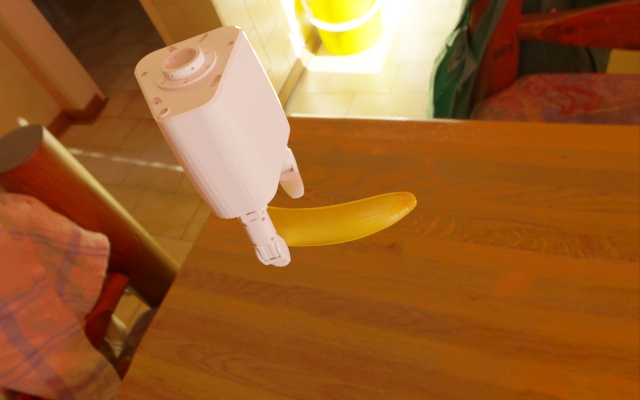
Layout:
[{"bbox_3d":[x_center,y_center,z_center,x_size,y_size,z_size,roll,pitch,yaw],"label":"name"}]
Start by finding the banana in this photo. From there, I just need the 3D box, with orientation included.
[{"bbox_3d":[-0.008,0.016,0.472,0.198,0.069,0.037,1,-40,22],"label":"banana"}]
